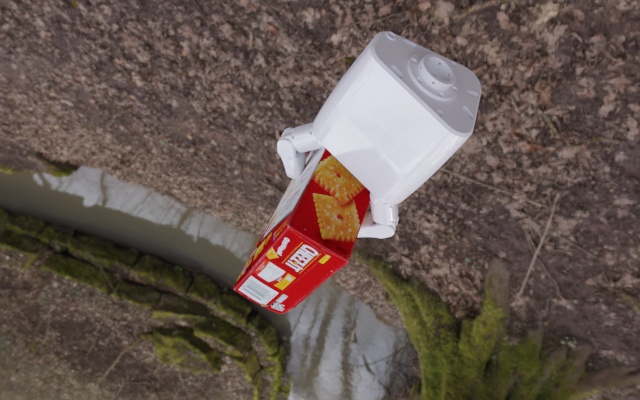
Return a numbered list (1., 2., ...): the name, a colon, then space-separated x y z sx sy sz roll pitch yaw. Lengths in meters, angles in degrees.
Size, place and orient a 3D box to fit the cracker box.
1. cracker box: 0.000 0.002 0.529 0.072 0.213 0.164 32 -39 -8
